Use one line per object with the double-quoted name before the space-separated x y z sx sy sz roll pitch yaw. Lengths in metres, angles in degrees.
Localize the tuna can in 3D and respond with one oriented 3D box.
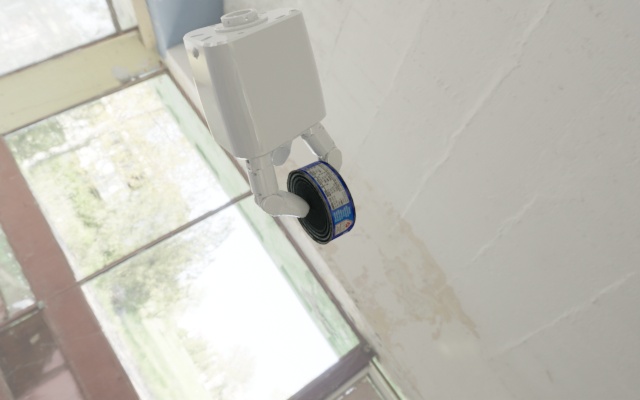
"tuna can" 0.001 0.001 0.510 0.033 0.086 0.086 -25 11 -24
